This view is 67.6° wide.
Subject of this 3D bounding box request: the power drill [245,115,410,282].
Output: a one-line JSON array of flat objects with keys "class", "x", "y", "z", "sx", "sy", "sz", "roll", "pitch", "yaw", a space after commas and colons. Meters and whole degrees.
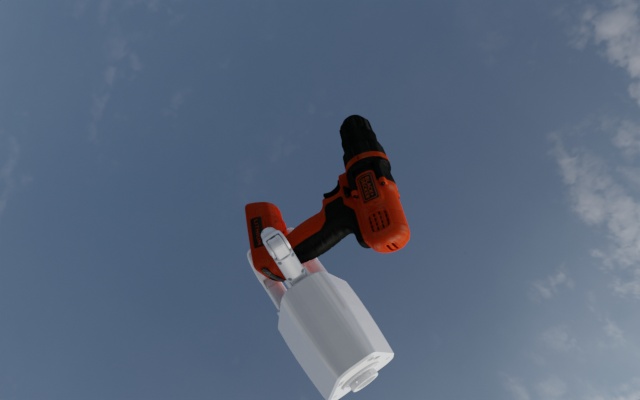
[{"class": "power drill", "x": 0.000, "y": 0.002, "z": 0.568, "sx": 0.188, "sy": 0.184, "sz": 0.057, "roll": -27, "pitch": -37, "yaw": 20}]
